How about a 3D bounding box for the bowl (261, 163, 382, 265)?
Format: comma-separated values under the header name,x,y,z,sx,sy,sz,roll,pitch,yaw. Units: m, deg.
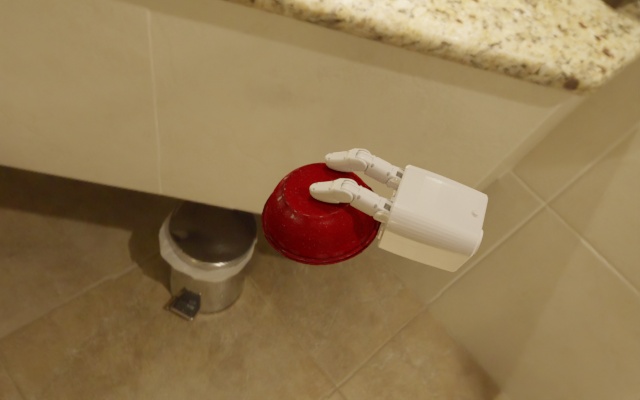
name,x,y,z,sx,sy,sz,roll,pitch,yaw
bowl,-0.001,0.002,0.618,0.162,0.162,0.055,0,-40,5
